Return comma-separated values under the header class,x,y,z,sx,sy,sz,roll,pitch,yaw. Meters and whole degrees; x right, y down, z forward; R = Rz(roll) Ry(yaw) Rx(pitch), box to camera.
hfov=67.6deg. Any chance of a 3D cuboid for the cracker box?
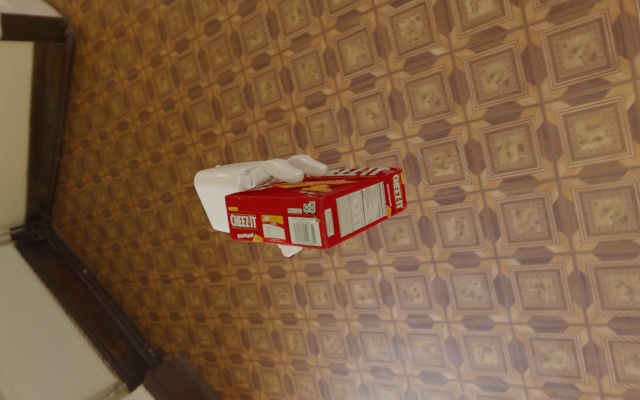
class,x,y,z,sx,sy,sz,roll,pitch,yaw
cracker box,0.000,0.002,0.675,0.164,0.072,0.213,1,13,36
